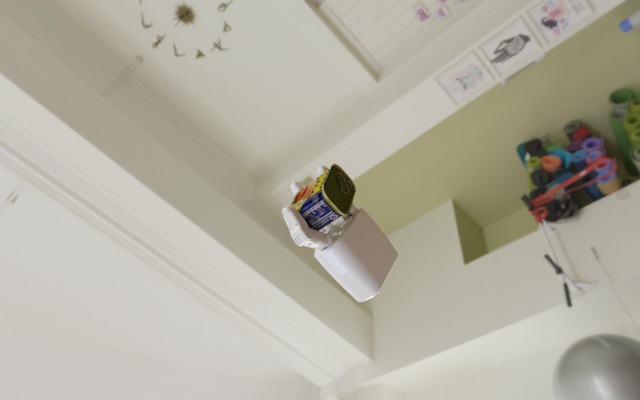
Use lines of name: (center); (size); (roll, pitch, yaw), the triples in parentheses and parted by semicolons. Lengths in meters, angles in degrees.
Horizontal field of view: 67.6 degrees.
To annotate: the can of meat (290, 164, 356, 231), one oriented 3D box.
can of meat: (0.000, 0.003, 0.729); (0.084, 0.057, 0.102); (-35, 17, 28)
